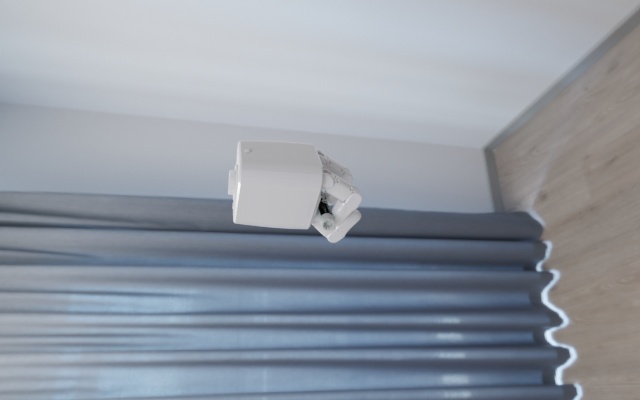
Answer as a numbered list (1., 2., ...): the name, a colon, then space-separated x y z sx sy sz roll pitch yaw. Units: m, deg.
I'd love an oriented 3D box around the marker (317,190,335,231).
1. marker: 0.000 0.002 0.685 0.020 0.020 0.121 0 30 -12
